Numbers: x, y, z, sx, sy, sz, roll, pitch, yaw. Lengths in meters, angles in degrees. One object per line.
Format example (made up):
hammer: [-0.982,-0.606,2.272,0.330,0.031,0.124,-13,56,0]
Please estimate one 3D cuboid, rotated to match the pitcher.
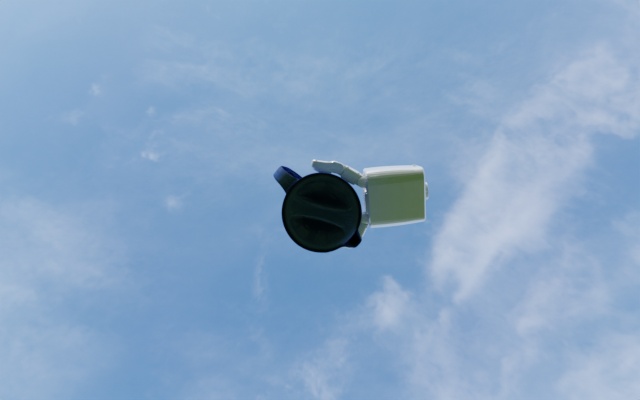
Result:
pitcher: [0.000,0.003,0.895,0.145,0.149,0.243,-5,5,3]
